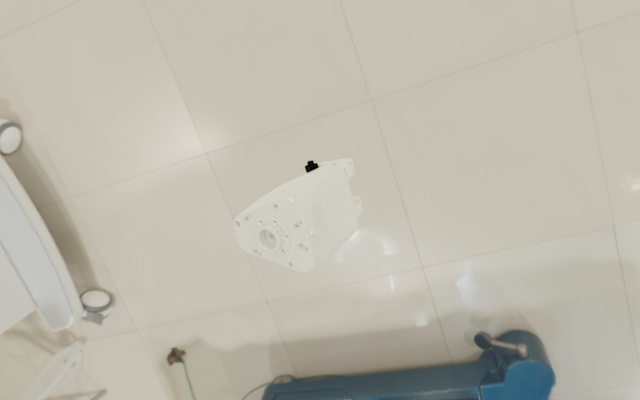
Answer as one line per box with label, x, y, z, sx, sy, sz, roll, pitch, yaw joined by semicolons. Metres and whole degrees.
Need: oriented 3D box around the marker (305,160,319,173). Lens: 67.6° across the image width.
marker;0.000;0.002;0.670;0.020;0.121;0.020;-13;17;4
